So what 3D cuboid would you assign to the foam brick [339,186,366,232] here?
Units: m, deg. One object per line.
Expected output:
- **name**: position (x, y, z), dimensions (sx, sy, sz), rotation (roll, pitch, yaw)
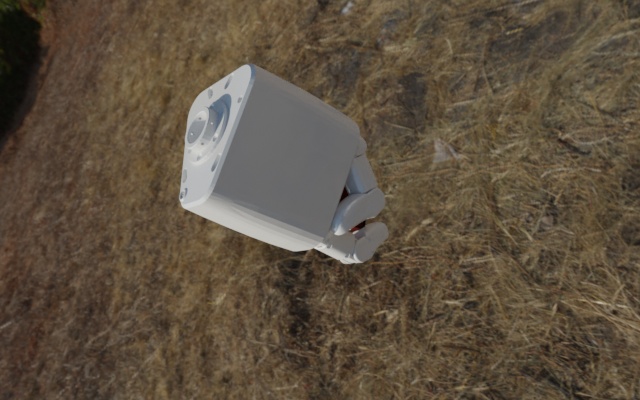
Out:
- **foam brick**: position (0.000, 0.002, 0.456), dimensions (0.051, 0.053, 0.078), rotation (22, -24, -38)
